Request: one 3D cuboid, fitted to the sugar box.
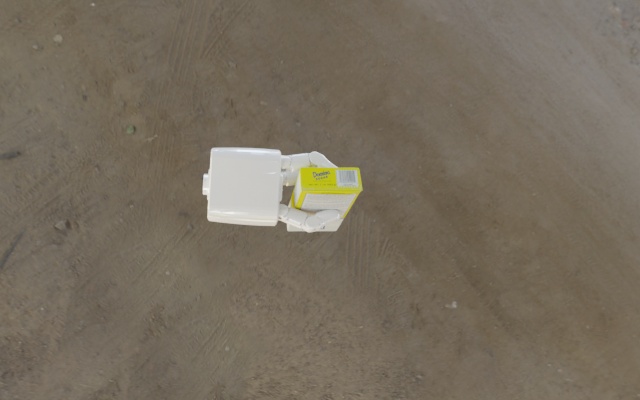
[{"bbox_3d":[0.000,0.002,0.780,0.093,0.048,0.176,1,-21,-12],"label":"sugar box"}]
